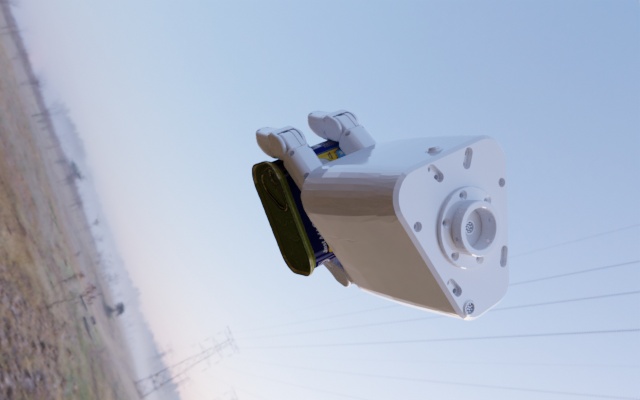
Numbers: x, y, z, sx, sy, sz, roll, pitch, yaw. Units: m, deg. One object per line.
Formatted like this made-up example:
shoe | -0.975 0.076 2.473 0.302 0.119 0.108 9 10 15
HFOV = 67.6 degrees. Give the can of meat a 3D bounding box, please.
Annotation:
can of meat | 0.000 0.001 0.416 0.084 0.102 0.057 -24 8 -26
